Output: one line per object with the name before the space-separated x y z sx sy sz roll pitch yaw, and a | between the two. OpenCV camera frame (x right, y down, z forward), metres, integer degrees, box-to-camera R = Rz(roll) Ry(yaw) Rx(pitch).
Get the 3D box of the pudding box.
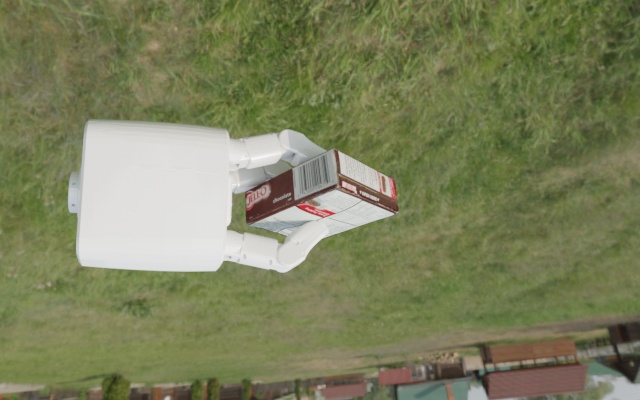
pudding box | 0.000 0.002 0.437 0.113 0.039 0.090 -21 -27 37
